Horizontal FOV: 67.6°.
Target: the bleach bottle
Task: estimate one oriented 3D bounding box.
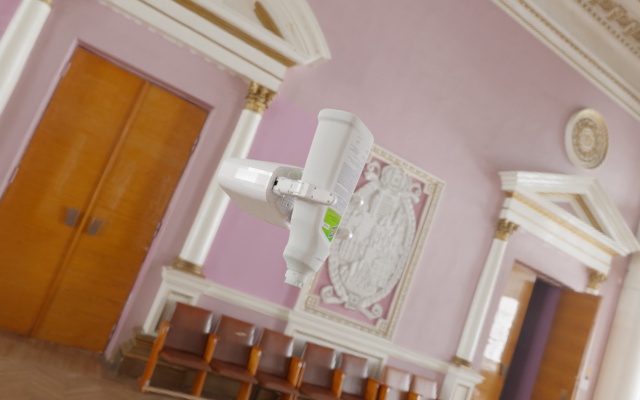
[{"bbox_3d":[0.000,0.002,0.693,0.068,0.251,0.102,15,-10,31],"label":"bleach bottle"}]
